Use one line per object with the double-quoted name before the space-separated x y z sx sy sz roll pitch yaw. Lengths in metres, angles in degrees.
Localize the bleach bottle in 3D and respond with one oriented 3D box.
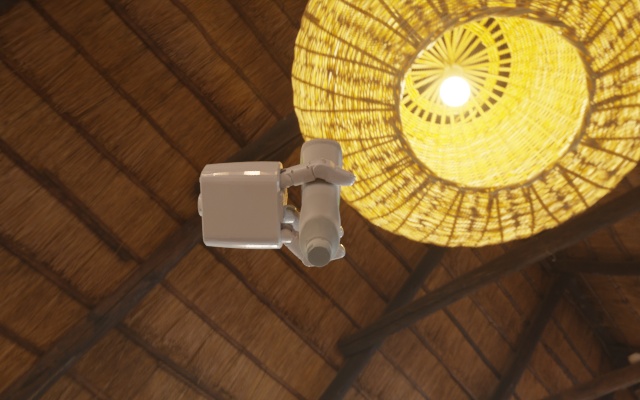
"bleach bottle" 0.000 0.002 0.669 0.068 0.103 0.250 0 27 1
